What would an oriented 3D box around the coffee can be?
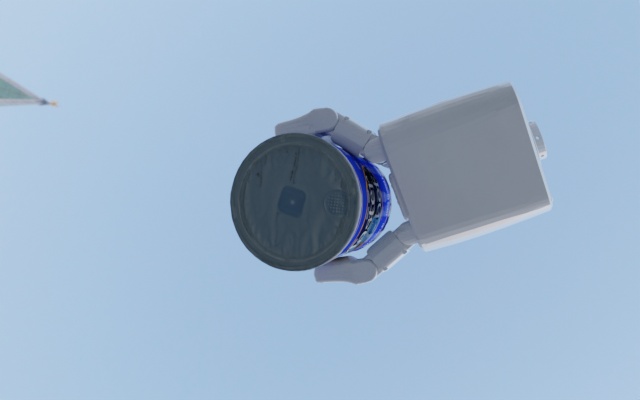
[{"bbox_3d":[0.000,0.001,0.417,0.103,0.103,0.140,0,0,18],"label":"coffee can"}]
